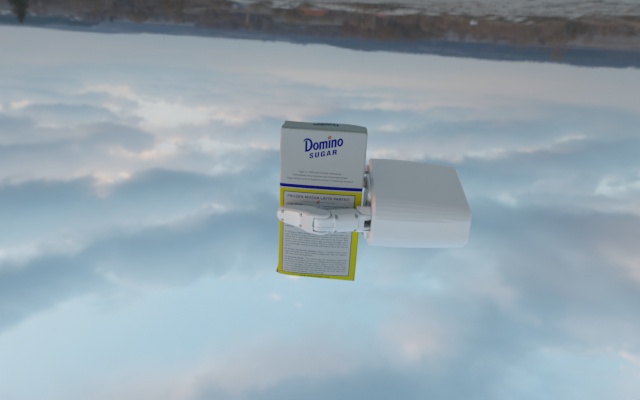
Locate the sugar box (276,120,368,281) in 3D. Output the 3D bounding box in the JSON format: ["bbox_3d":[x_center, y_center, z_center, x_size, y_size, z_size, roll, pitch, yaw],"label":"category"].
[{"bbox_3d":[0.000,0.002,0.540,0.093,0.176,0.048,5,19,2],"label":"sugar box"}]
